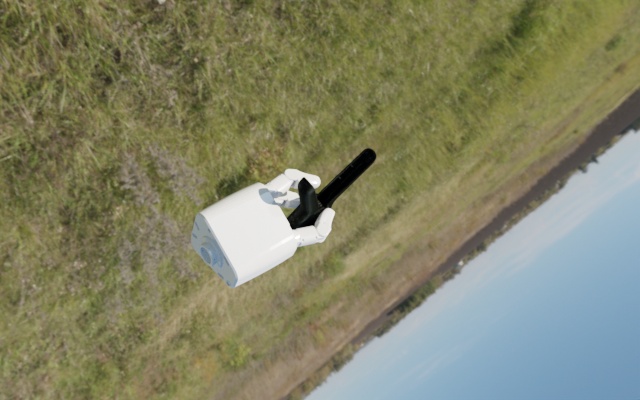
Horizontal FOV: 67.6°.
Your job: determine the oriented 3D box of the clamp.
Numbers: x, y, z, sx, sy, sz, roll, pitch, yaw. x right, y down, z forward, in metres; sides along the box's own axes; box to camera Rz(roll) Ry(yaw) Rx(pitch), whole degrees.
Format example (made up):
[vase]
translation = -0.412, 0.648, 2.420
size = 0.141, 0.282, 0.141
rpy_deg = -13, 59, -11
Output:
[clamp]
translation = 0.000, 0.003, 0.759
size = 0.164, 0.036, 0.210
rpy_deg = -29, -19, -36
